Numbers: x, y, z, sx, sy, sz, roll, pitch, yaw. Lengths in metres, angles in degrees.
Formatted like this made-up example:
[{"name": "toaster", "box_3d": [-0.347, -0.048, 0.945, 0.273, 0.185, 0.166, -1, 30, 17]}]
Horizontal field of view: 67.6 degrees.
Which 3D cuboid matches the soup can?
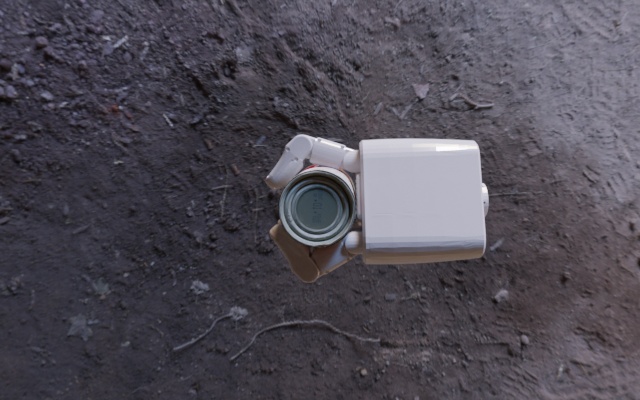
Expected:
[{"name": "soup can", "box_3d": [0.000, 0.001, 0.447, 0.068, 0.068, 0.102, 0, 7, 3]}]
